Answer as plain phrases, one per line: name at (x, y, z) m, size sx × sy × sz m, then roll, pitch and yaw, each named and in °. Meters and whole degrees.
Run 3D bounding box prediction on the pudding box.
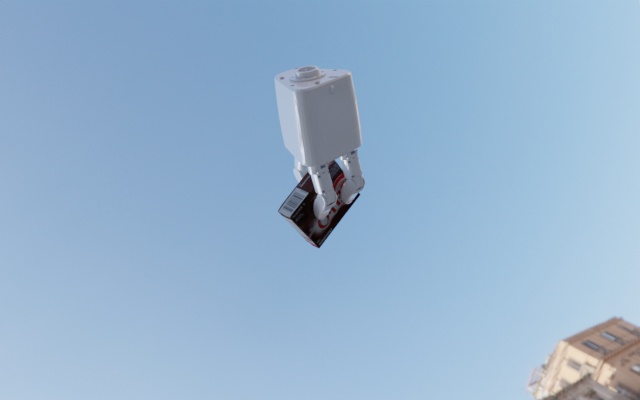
pudding box at (0.000, 0.002, 0.727) m, size 0.039 × 0.113 × 0.090 m, roll 28°, pitch -15°, yaw 46°
